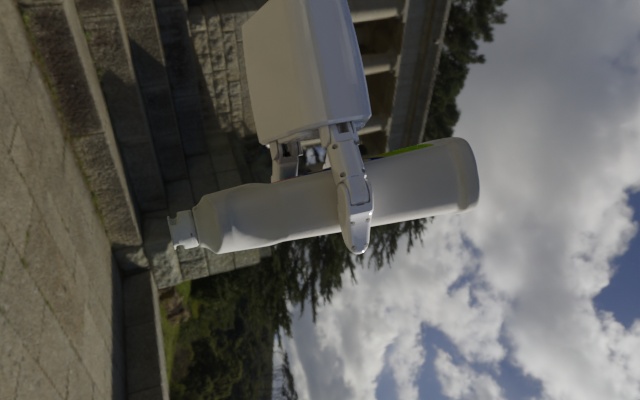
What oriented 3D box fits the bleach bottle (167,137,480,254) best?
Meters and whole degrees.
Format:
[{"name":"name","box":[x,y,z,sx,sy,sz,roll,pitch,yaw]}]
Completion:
[{"name":"bleach bottle","box":[0.000,0.001,0.409,0.251,0.068,0.102,-12,3,-15]}]
